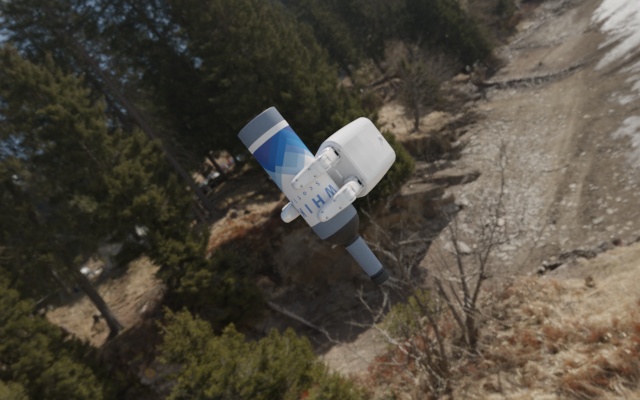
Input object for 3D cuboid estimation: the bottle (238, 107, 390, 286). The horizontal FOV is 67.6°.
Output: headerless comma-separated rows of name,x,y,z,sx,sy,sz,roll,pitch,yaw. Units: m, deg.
bottle,0.000,0.002,0.689,0.069,0.296,0.069,-38,5,4
